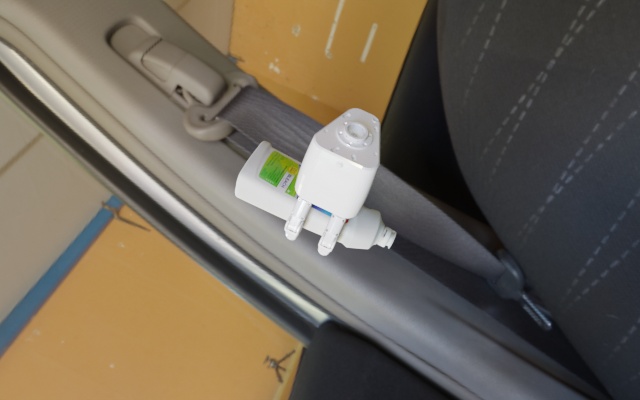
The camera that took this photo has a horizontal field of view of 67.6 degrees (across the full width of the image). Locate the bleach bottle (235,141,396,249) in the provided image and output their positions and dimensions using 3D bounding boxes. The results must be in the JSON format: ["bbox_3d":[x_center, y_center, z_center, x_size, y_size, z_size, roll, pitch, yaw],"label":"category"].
[{"bbox_3d":[0.000,0.003,0.744,0.251,0.102,0.068,25,-41,3],"label":"bleach bottle"}]
